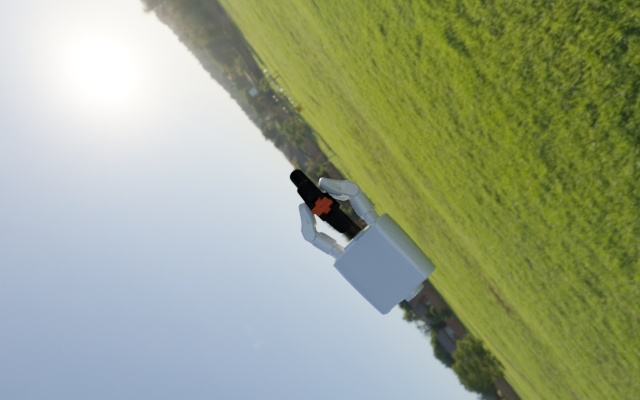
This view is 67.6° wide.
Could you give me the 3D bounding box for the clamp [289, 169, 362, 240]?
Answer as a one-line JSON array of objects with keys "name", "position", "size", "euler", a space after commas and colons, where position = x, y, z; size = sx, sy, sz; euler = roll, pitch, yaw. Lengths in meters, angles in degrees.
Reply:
[{"name": "clamp", "position": [0.000, 0.003, 0.711], "size": [0.164, 0.036, 0.210], "euler": [43, 2, 9]}]
